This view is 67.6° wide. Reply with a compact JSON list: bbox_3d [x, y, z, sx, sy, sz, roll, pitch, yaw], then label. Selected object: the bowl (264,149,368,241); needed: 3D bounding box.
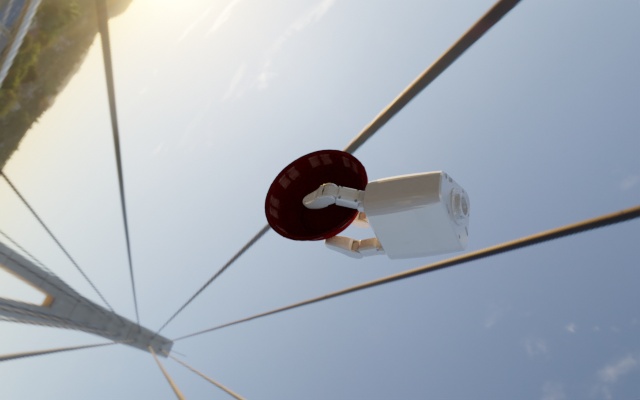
[{"bbox_3d":[-0.001,0.002,0.712,0.162,0.162,0.055,0,-34,25],"label":"bowl"}]
